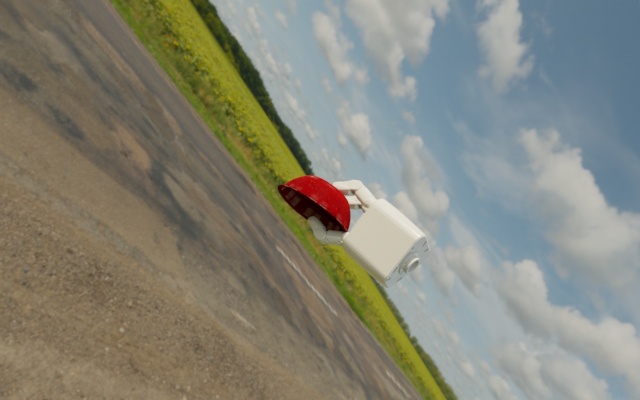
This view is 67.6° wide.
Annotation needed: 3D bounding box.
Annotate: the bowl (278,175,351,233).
[{"bbox_3d":[-0.001,0.002,0.889,0.162,0.055,0.162,33,-15,10],"label":"bowl"}]
